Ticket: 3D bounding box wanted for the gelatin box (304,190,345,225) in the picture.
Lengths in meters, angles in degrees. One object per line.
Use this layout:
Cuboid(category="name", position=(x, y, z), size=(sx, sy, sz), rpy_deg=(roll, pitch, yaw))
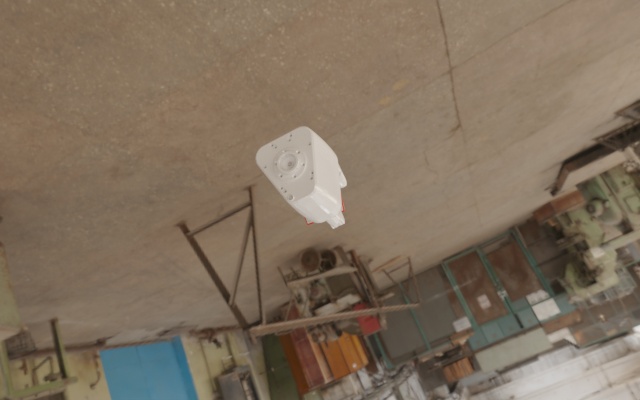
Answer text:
Cuboid(category="gelatin box", position=(0.000, 0.003, 0.827), size=(0.073, 0.030, 0.089), rpy_deg=(-22, -26, -2))
